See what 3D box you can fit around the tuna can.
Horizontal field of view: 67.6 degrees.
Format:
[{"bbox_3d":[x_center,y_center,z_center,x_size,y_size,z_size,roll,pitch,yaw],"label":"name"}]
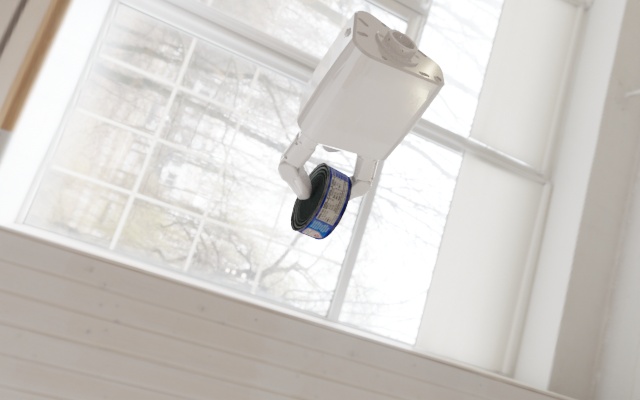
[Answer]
[{"bbox_3d":[0.001,0.002,0.553,0.034,0.086,0.086,25,-9,-20],"label":"tuna can"}]
